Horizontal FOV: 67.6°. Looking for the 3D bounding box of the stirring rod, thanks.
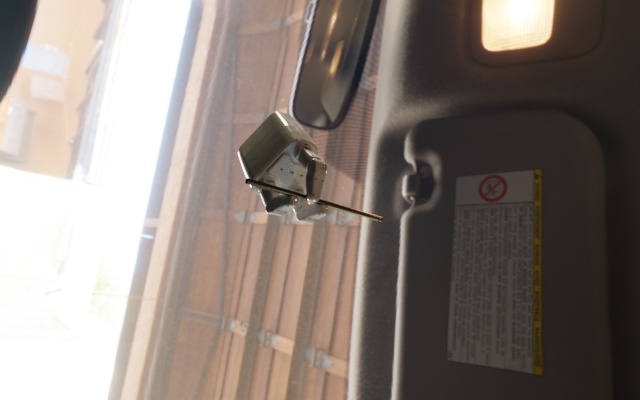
[{"bbox_3d":[0.000,0.002,0.683,0.239,0.011,0.011,16,-9,-35],"label":"stirring rod"}]
